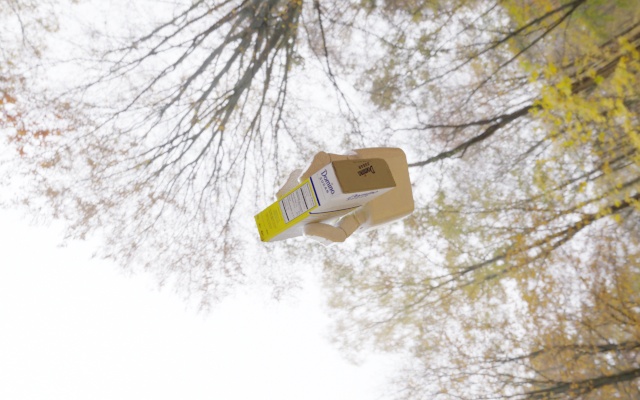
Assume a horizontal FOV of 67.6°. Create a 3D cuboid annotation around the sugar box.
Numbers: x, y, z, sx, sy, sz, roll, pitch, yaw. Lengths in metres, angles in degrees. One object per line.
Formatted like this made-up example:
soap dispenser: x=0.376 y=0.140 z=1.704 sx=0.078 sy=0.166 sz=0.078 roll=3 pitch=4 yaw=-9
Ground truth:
sugar box: x=0.000 y=0.001 z=0.603 sx=0.093 sy=0.048 sz=0.176 roll=-8 pitch=-19 yaw=-42
